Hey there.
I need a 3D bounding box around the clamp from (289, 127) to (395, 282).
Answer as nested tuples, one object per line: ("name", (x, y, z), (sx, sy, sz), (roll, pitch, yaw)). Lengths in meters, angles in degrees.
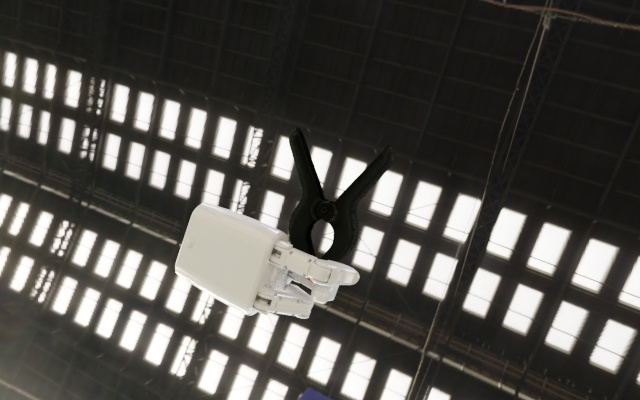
("clamp", (0.000, 0.002, 0.536), (0.120, 0.171, 0.039), (23, 4, 19))
